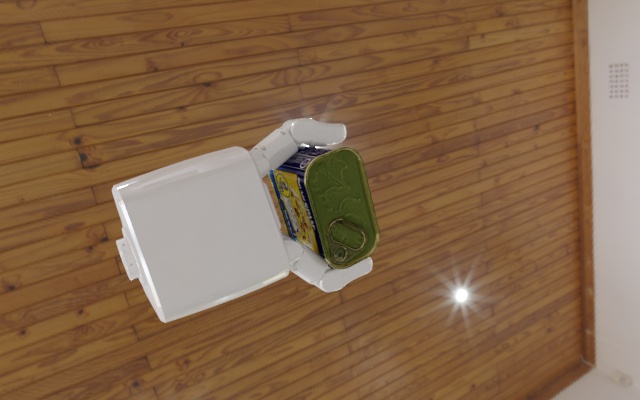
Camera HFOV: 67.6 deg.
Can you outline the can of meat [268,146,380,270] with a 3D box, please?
[{"bbox_3d":[0.000,0.001,0.434,0.057,0.102,0.084,-24,20,-25],"label":"can of meat"}]
